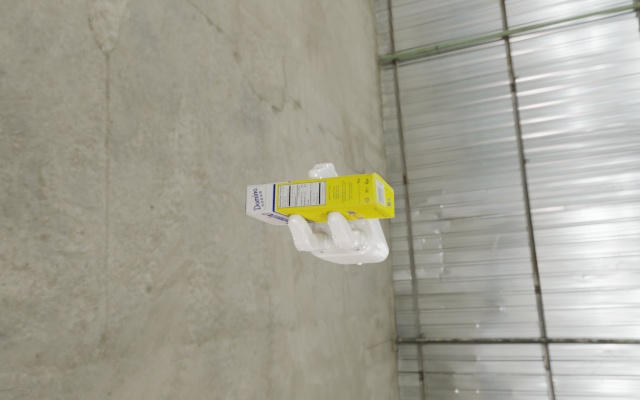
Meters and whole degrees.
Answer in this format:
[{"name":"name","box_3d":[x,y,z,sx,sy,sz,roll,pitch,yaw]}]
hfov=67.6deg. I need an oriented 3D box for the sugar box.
[{"name":"sugar box","box_3d":[0.000,0.003,0.627,0.176,0.048,0.093,-8,-16,21]}]
